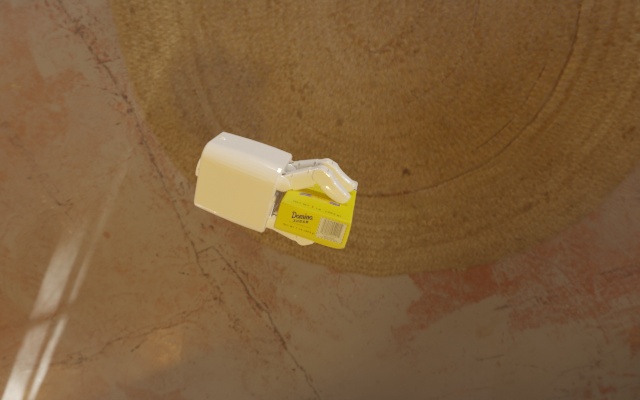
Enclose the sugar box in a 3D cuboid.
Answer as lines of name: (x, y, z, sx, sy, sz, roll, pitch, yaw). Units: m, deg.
sugar box: (0.000, 0.002, 0.667, 0.093, 0.048, 0.176, 18, 23, 0)
